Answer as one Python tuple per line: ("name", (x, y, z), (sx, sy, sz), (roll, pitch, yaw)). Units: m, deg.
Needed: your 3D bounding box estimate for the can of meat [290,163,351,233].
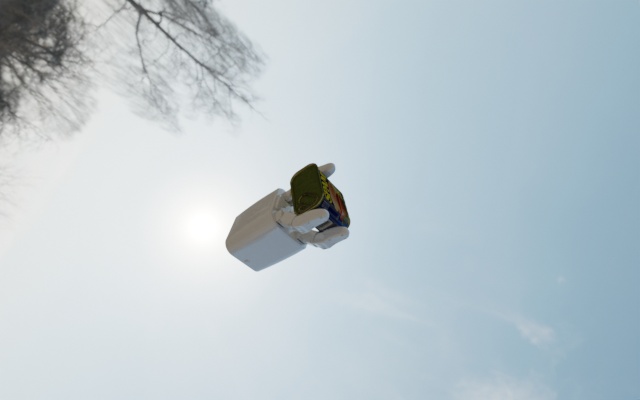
("can of meat", (0.000, 0.003, 0.783), (0.057, 0.102, 0.084), (-32, -51, 18))
